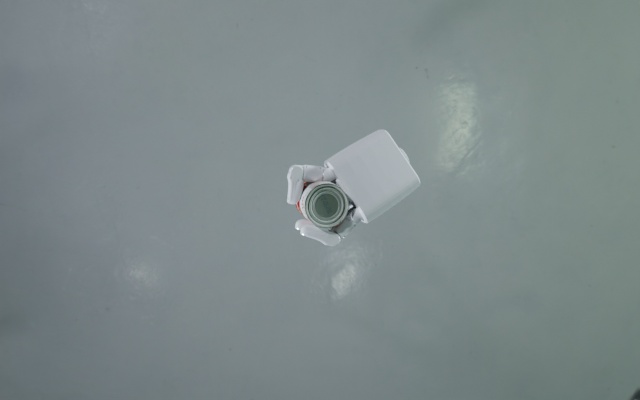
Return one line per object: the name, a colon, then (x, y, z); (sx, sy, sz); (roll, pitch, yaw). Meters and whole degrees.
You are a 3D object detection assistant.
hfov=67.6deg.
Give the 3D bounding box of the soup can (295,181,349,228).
soup can: (0.000, 0.003, 0.743); (0.068, 0.068, 0.102); (0, 7, -12)
